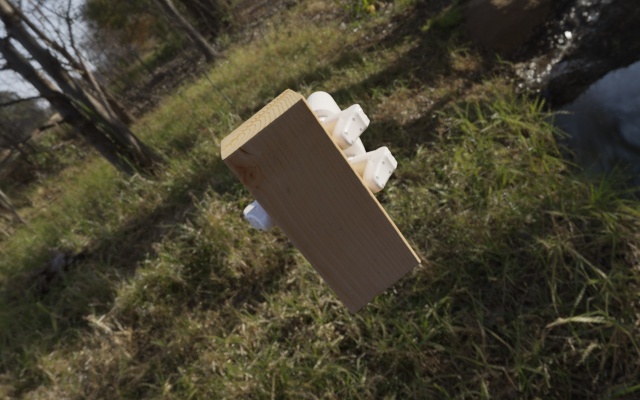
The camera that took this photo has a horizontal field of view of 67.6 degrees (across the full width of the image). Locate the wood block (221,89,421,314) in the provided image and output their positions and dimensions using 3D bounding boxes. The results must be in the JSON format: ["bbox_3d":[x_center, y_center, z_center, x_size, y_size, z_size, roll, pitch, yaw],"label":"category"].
[{"bbox_3d":[0.000,0.002,0.485,0.091,0.206,0.090,-38,22,1],"label":"wood block"}]
